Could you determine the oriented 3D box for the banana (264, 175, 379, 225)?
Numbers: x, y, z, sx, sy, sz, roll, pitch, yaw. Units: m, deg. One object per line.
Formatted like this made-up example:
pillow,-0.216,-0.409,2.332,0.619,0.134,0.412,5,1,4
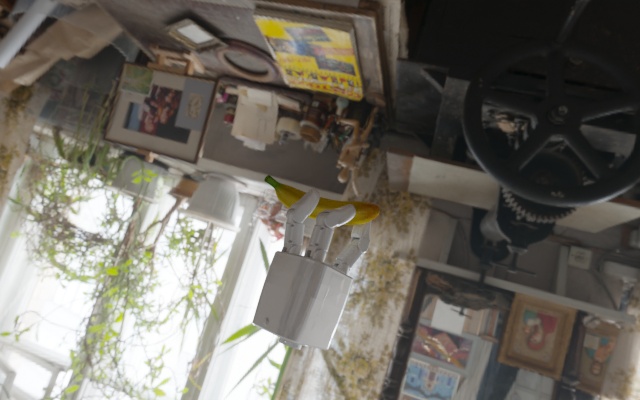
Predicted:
banana,0.004,0.009,0.720,0.198,0.037,0.070,14,-16,29
